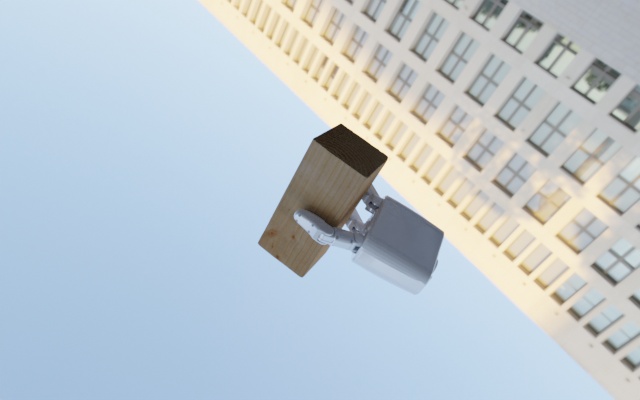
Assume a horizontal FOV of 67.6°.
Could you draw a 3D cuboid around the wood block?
[{"bbox_3d":[0.000,0.003,0.703,0.090,0.206,0.090,37,34,9],"label":"wood block"}]
